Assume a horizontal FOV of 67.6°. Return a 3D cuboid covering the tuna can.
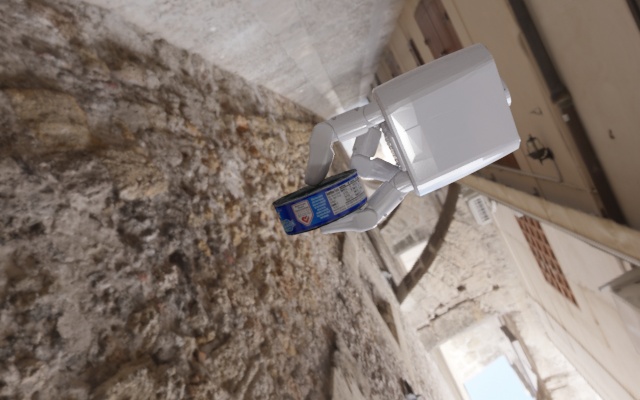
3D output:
[{"bbox_3d":[0.000,0.002,0.452,0.086,0.034,0.086,-22,6,3],"label":"tuna can"}]
